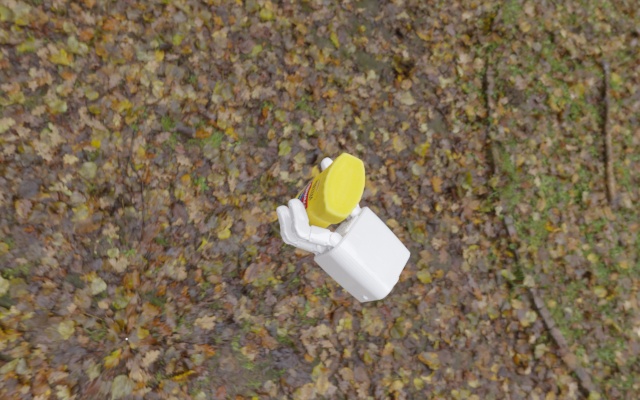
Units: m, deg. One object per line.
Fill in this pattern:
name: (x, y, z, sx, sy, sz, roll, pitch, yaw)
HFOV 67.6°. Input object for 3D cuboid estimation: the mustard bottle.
mustard bottle: (0.000, 0.002, 0.732, 0.058, 0.096, 0.192, 22, -22, -15)
